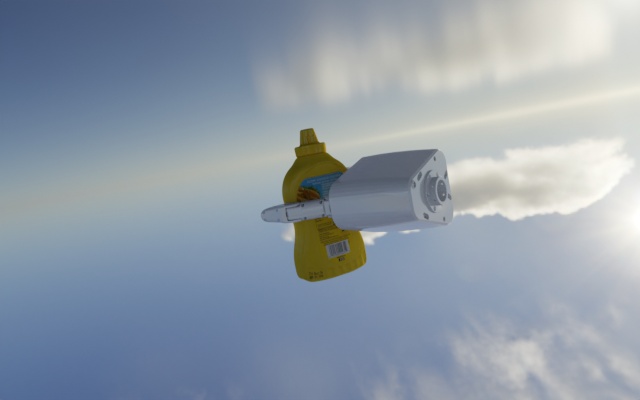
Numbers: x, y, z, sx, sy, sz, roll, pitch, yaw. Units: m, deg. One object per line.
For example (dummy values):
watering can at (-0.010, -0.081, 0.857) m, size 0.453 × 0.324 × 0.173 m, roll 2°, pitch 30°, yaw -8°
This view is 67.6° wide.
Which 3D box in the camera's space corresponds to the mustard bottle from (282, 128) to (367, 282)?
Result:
mustard bottle at (0.000, 0.002, 0.621) m, size 0.096 × 0.191 × 0.058 m, roll -14°, pitch 7°, yaw -26°
